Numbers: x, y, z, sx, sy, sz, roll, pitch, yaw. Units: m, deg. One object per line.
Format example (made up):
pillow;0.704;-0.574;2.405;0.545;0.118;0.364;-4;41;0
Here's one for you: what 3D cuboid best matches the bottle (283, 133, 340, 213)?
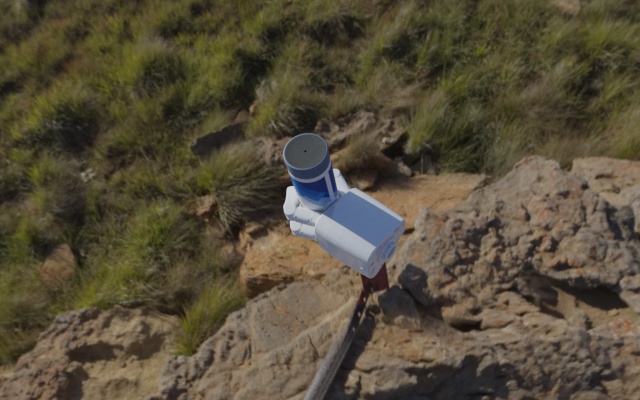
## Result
bottle;0.000;0.002;0.816;0.069;0.069;0.296;0;-30;10
